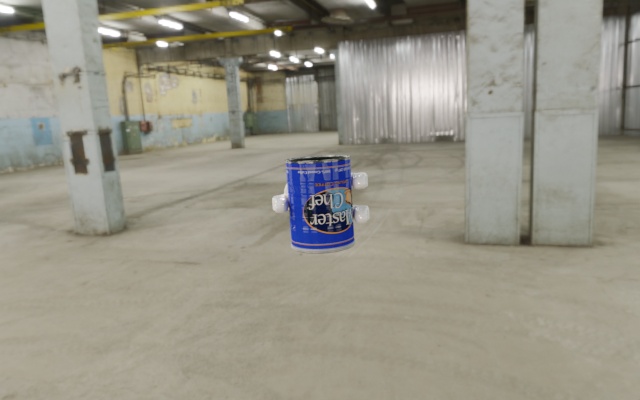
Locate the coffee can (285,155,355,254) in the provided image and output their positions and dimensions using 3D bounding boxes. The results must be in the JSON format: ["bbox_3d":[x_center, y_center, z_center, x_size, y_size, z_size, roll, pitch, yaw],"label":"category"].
[{"bbox_3d":[0.000,0.003,0.752,0.103,0.140,0.103,-3,10,1],"label":"coffee can"}]
